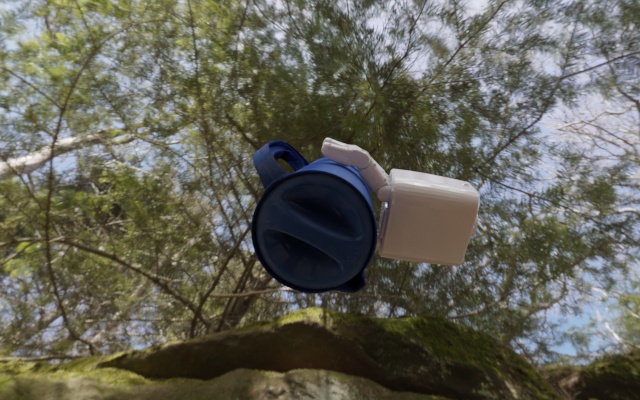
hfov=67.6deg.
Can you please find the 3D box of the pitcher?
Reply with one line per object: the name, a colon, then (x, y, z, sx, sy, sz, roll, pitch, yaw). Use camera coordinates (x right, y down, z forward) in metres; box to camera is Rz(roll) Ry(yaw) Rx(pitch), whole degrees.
pitcher: (0.000, 0.002, 0.604, 0.145, 0.149, 0.242, 8, 13, 5)
